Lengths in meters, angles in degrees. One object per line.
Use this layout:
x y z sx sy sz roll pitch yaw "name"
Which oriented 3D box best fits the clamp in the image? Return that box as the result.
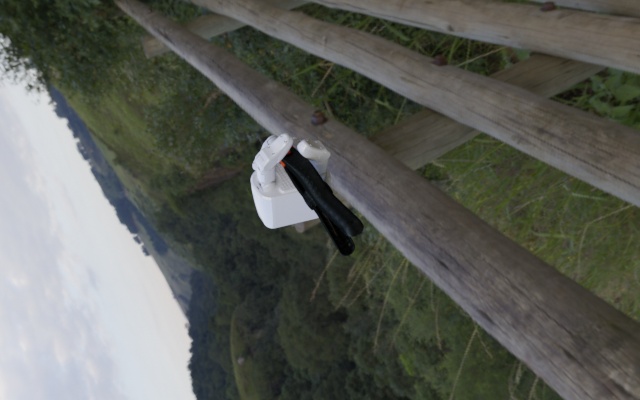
0.000 0.002 0.656 0.039 0.171 0.120 -29 -25 -17 "clamp"
